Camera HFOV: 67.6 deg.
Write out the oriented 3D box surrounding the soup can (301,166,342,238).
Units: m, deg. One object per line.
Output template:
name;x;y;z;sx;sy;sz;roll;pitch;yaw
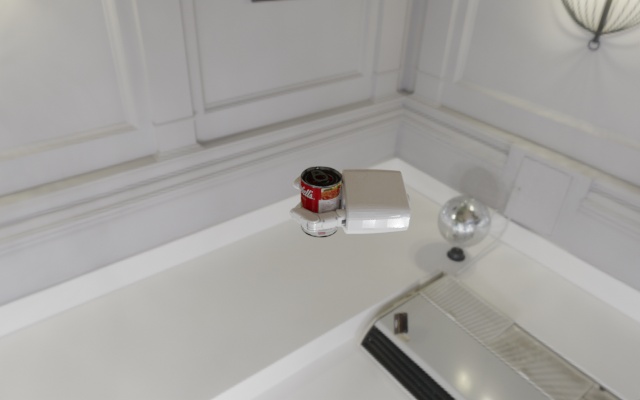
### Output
soup can;0.000;0.003;0.803;0.068;0.102;0.068;1;33;-1
